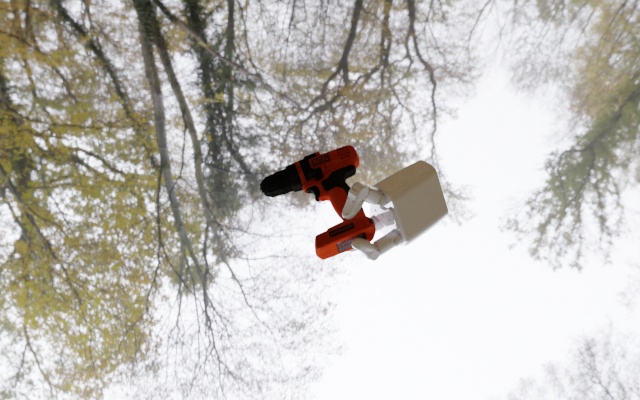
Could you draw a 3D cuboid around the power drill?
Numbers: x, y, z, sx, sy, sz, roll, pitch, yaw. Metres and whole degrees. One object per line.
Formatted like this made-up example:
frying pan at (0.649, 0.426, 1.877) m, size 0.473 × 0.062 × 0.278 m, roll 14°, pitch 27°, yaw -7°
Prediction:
power drill at (0.001, 0.003, 0.815) m, size 0.184 × 0.187 × 0.057 m, roll -21°, pitch -31°, yaw 1°
